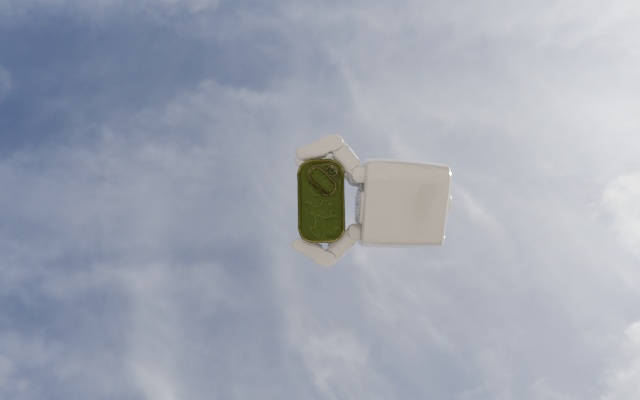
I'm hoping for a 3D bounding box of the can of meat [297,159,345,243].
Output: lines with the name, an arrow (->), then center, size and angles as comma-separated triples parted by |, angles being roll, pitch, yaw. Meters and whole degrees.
can of meat -> 0.000, 0.002, 0.615 | 0.057, 0.102, 0.084 | -1, -2, -1
